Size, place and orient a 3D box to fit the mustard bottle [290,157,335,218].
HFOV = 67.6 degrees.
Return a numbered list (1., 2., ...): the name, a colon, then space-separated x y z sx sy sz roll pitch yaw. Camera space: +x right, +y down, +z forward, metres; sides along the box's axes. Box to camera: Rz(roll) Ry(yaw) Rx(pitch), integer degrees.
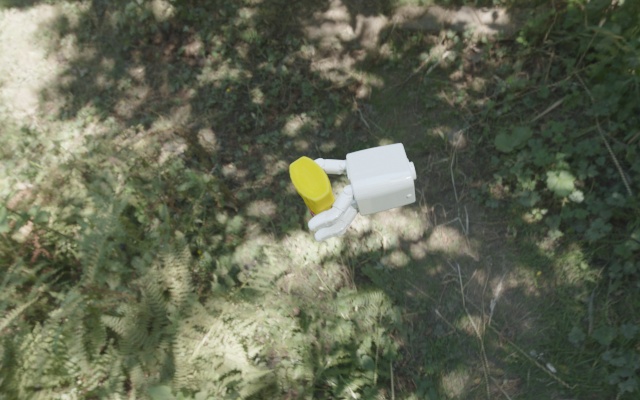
1. mustard bottle: 0.000 0.003 0.896 0.058 0.096 0.192 -34 -29 -5
